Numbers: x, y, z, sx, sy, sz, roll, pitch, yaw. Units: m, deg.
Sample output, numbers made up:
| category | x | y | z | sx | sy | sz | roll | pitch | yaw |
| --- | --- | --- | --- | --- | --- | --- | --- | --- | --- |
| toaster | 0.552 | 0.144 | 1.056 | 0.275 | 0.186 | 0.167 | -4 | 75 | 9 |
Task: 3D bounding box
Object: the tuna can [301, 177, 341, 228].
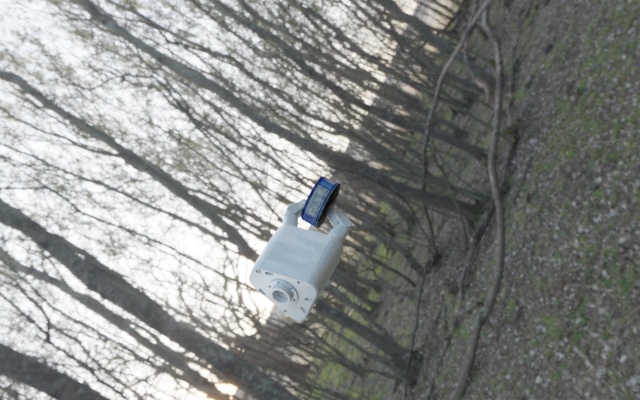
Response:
| category | x | y | z | sx | sy | sz | roll | pitch | yaw |
| --- | --- | --- | --- | --- | --- | --- | --- | --- | --- |
| tuna can | 0.000 | 0.002 | 0.819 | 0.034 | 0.086 | 0.086 | 27 | 5 | 9 |
